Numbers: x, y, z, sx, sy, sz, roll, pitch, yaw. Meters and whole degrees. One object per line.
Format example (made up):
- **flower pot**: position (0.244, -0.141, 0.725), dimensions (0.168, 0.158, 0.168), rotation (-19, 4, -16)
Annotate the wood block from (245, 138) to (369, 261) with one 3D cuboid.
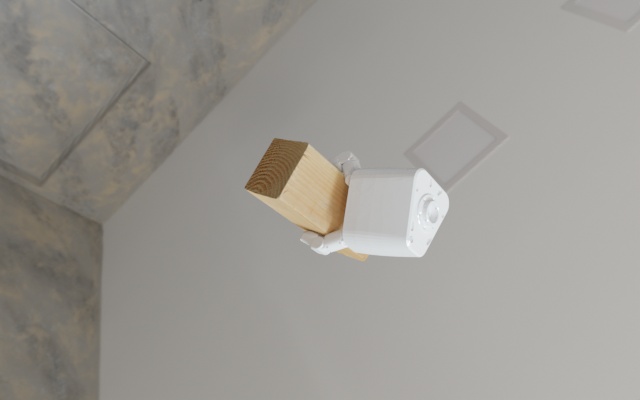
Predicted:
- **wood block**: position (0.000, 0.003, 0.726), dimensions (0.090, 0.091, 0.206), rotation (16, -17, 49)
